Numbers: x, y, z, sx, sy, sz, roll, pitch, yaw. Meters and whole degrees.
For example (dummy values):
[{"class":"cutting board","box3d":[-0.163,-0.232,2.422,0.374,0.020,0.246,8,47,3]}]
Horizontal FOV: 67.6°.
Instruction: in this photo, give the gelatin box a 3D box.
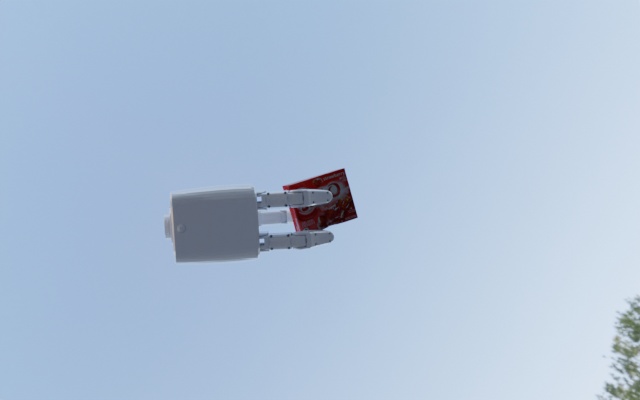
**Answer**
[{"class":"gelatin box","box3d":[0.000,0.002,0.660,0.089,0.073,0.030,-18,6,-20]}]
